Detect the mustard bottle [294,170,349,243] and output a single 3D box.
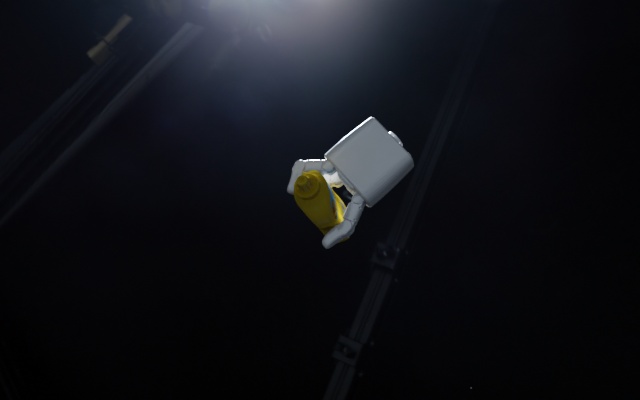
[{"bbox_3d":[0.000,0.003,0.798,0.058,0.096,0.192,-19,-25,10],"label":"mustard bottle"}]
